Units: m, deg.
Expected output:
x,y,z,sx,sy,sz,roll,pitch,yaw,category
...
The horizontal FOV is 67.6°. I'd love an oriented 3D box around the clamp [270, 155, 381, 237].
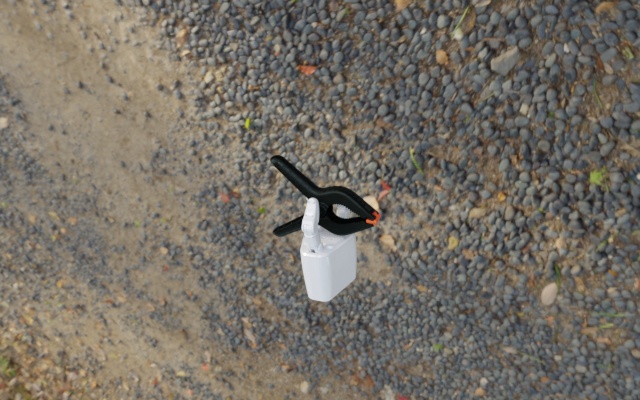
x,y,z,sx,sy,sz,roll,pitch,yaw,category
0.000,0.003,0.837,0.210,0.165,0.036,6,30,22,clamp
